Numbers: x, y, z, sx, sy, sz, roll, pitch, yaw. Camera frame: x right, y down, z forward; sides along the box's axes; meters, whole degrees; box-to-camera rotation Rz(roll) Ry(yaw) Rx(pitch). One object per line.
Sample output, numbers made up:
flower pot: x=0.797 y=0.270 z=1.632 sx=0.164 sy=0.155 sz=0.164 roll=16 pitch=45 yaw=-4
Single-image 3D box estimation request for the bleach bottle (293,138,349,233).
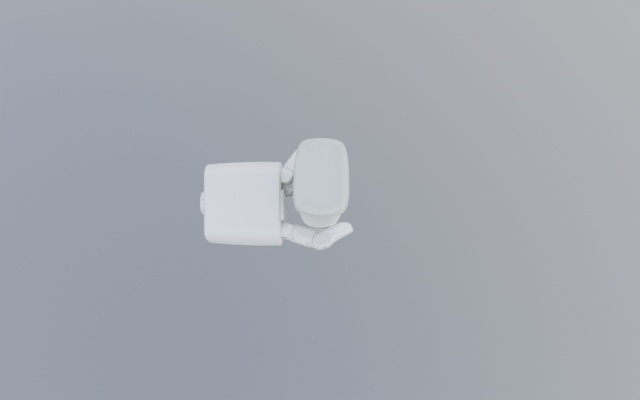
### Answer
bleach bottle: x=0.000 y=0.002 z=0.688 sx=0.068 sy=0.102 sz=0.251 roll=2 pitch=-16 yaw=0
